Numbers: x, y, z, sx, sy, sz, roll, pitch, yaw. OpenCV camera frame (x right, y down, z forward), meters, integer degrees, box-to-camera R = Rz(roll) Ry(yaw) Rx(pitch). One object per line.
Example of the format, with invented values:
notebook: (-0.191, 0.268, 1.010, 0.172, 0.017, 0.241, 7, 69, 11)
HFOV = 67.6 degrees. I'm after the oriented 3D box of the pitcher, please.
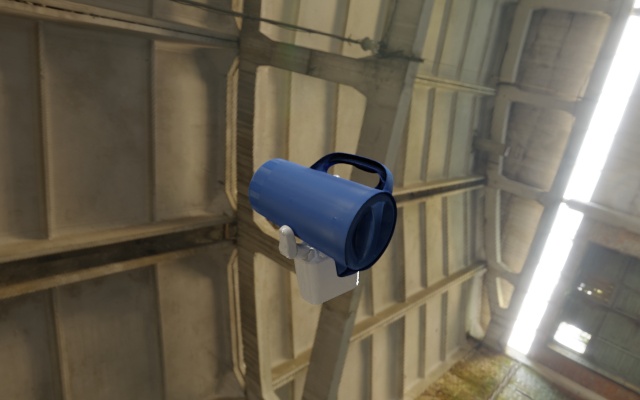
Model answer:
pitcher: (0.000, 0.003, 0.795, 0.242, 0.145, 0.149, 24, 44, 36)
